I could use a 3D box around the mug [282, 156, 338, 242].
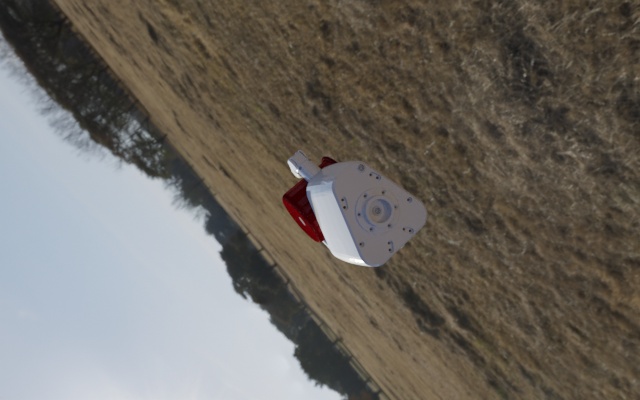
[{"bbox_3d":[0.000,0.002,0.655,0.081,0.093,0.117,-40,7,-12],"label":"mug"}]
